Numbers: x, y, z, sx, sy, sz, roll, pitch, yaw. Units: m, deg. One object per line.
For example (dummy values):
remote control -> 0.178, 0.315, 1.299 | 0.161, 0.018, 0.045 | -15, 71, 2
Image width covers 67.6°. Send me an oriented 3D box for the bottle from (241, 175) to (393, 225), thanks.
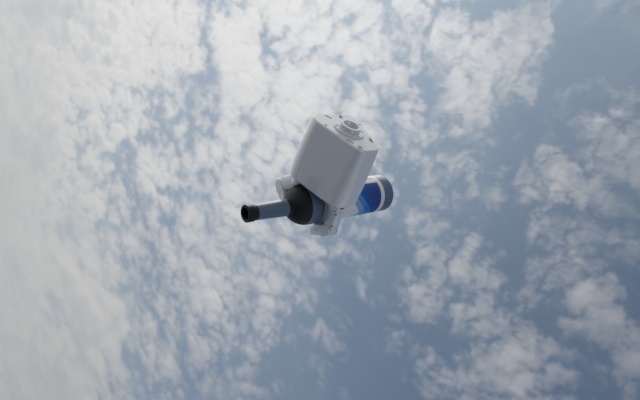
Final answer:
bottle -> 0.000, 0.003, 0.798 | 0.295, 0.069, 0.069 | -9, 6, -40
